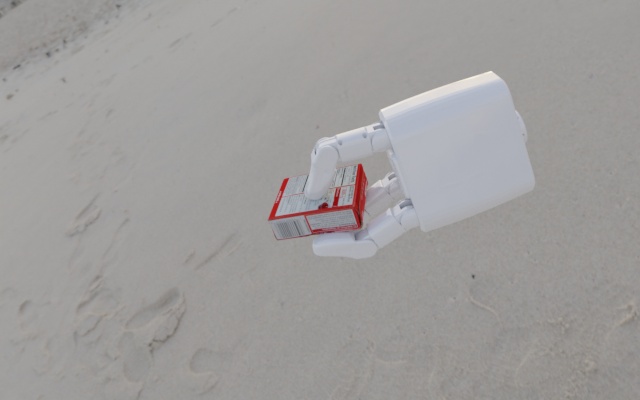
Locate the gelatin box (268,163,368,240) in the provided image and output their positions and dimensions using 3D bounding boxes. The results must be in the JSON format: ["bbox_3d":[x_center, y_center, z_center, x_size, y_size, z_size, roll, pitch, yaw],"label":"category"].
[{"bbox_3d":[0.000,0.001,0.473,0.089,0.030,0.073,-9,34,17],"label":"gelatin box"}]
